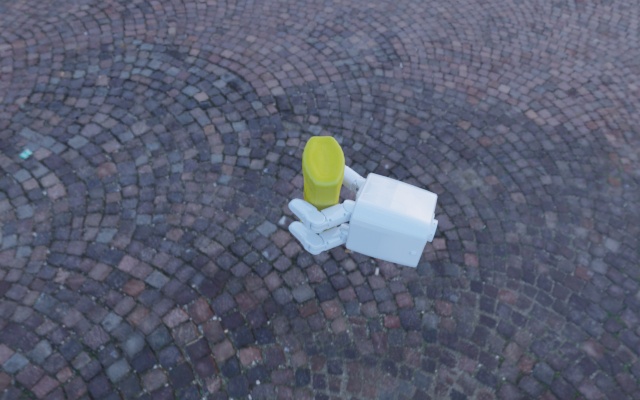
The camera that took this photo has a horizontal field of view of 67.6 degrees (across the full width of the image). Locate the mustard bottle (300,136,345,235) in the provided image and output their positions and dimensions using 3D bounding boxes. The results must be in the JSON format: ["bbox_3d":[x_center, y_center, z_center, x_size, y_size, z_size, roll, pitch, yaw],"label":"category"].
[{"bbox_3d":[0.000,0.002,0.716,0.058,0.096,0.192,-2,-39,-6],"label":"mustard bottle"}]
